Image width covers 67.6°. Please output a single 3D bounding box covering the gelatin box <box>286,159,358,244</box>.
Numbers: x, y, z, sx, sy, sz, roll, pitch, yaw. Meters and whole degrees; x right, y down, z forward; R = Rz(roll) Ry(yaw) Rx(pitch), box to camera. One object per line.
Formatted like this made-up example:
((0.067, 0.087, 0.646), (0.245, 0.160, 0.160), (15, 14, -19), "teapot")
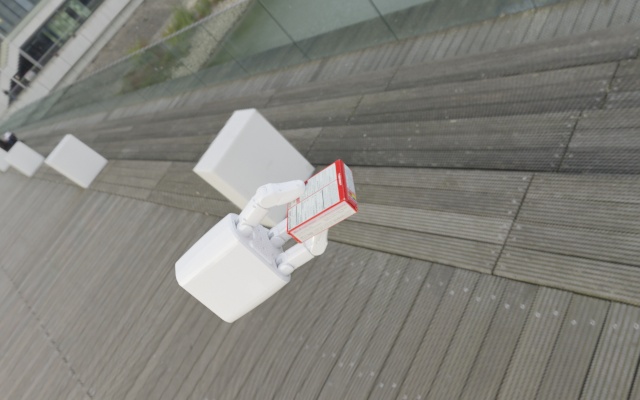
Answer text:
((0.000, 0.001, 0.582), (0.089, 0.073, 0.030), (-32, -53, 23), "gelatin box")
